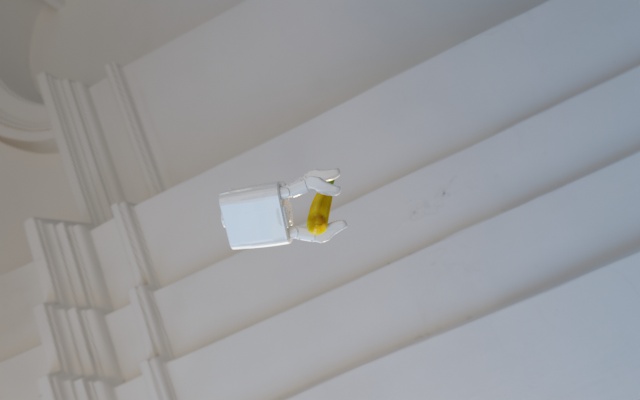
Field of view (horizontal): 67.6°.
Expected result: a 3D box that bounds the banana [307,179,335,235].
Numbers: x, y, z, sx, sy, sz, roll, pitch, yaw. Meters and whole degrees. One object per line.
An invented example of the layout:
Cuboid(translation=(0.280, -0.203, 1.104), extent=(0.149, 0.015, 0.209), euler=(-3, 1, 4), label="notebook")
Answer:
Cuboid(translation=(-0.002, 0.018, 0.822), extent=(0.037, 0.070, 0.197), euler=(9, 26, 2), label="banana")
